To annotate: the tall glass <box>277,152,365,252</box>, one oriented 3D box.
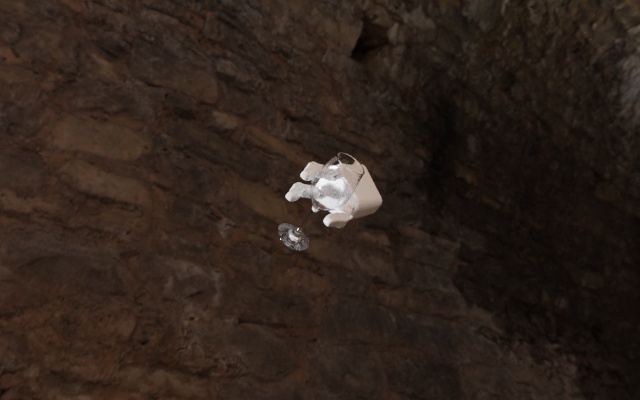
[{"bbox_3d":[0.000,0.003,0.900,0.079,0.201,0.079,29,29,-17],"label":"tall glass"}]
